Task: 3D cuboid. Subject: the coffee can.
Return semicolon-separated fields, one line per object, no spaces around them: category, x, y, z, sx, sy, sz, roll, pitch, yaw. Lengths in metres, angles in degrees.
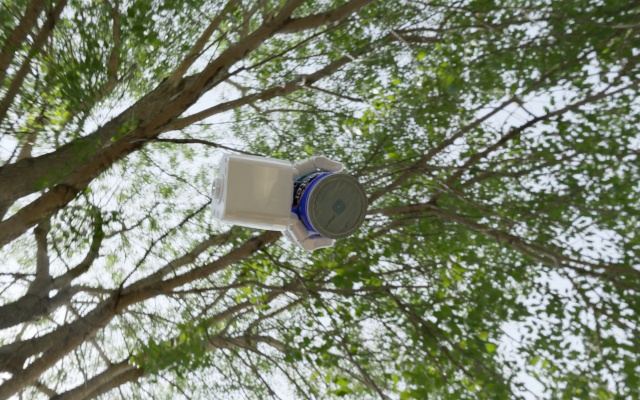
coffee can;0.000;0.003;0.793;0.103;0.103;0.140;0;6;-24
